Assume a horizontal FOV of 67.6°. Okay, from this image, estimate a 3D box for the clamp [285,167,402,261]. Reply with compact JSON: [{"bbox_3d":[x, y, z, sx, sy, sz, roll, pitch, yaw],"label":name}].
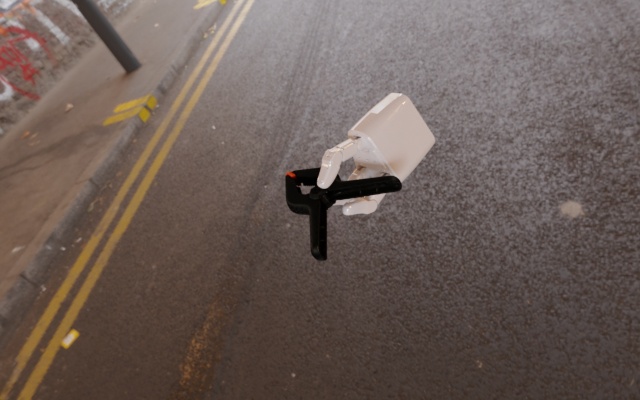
[{"bbox_3d":[0.000,0.002,0.728,0.164,0.036,0.210,-46,38,-19],"label":"clamp"}]
